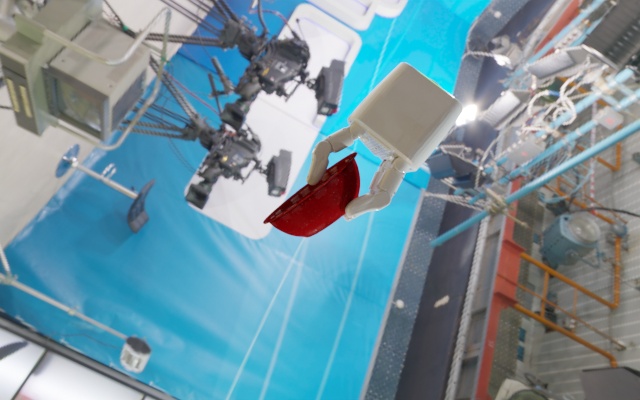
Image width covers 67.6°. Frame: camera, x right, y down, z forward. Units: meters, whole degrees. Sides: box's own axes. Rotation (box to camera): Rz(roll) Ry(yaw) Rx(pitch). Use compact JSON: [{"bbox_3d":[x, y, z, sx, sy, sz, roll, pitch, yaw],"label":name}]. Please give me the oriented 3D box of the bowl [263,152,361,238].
[{"bbox_3d":[-0.001,0.003,0.659,0.162,0.055,0.162,-36,6,5],"label":"bowl"}]
